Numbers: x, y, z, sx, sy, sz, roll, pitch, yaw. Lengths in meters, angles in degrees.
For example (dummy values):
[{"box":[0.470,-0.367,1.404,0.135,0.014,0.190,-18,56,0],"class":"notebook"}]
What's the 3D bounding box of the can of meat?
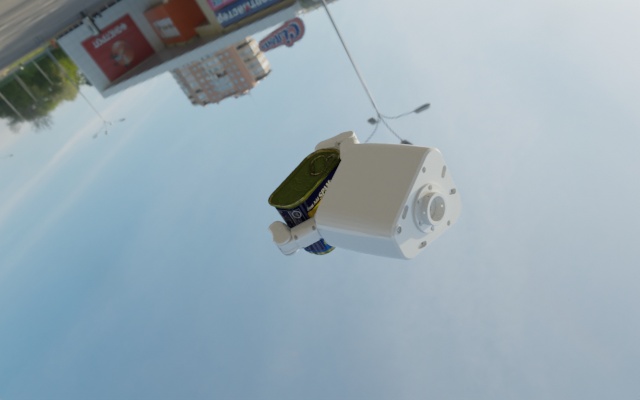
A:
[{"box":[0.000,0.002,0.572,0.057,0.084,0.102,5,46,47],"class":"can of meat"}]
